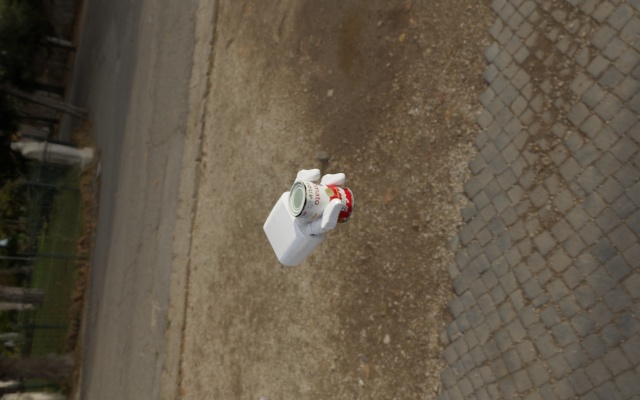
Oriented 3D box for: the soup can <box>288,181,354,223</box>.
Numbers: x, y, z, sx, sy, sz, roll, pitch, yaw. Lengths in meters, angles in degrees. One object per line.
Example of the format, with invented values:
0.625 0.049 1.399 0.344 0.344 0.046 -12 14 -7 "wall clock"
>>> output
0.000 0.003 0.877 0.102 0.068 0.068 9 -4 -30 "soup can"
